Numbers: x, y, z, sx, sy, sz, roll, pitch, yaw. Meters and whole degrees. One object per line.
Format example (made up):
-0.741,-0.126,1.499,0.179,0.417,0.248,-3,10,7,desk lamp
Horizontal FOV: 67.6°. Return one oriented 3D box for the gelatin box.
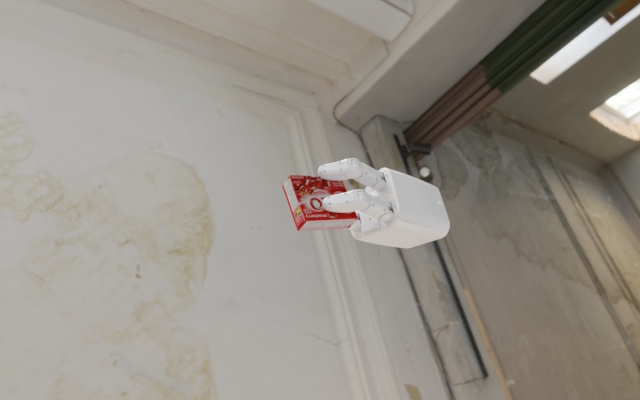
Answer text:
0.000,0.002,0.657,0.089,0.073,0.030,-1,-33,-34,gelatin box
